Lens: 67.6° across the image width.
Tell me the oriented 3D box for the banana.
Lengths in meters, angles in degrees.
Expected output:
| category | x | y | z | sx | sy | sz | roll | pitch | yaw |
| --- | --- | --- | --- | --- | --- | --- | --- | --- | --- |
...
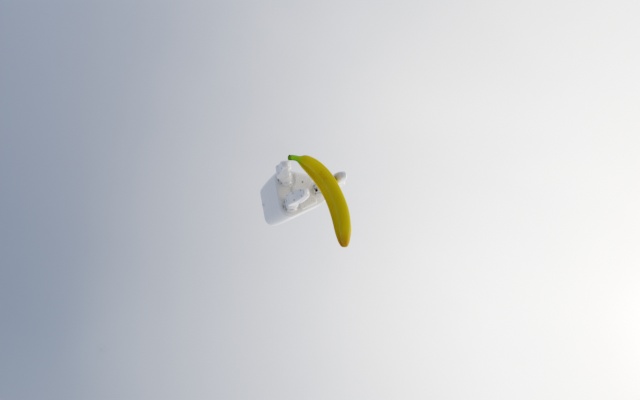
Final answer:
| category | x | y | z | sx | sy | sz | roll | pitch | yaw |
| --- | --- | --- | --- | --- | --- | --- | --- | --- | --- |
| banana | 0.012 | -0.009 | 0.887 | 0.069 | 0.198 | 0.037 | -34 | 3 | -31 |
